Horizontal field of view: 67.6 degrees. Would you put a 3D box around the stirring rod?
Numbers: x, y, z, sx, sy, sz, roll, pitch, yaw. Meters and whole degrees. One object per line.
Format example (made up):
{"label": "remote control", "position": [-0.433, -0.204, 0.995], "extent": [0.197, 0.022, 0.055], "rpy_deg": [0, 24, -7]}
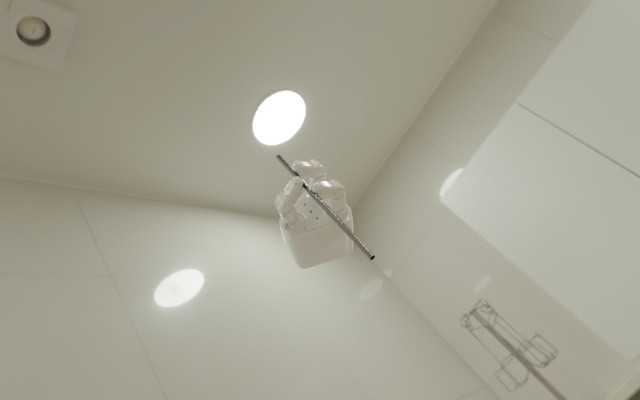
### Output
{"label": "stirring rod", "position": [0.000, 0.002, 0.685], "extent": [0.011, 0.011, 0.239], "rpy_deg": [0, 37, -44]}
